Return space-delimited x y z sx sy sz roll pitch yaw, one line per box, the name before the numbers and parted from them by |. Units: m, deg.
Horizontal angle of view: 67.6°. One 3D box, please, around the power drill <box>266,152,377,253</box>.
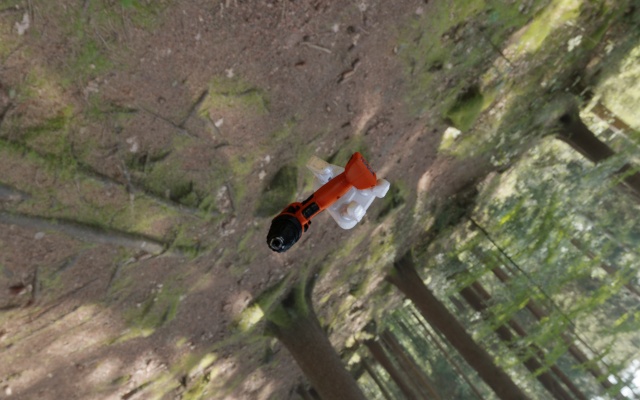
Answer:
power drill | 0.001 0.002 0.765 0.188 0.057 0.184 -35 8 13
